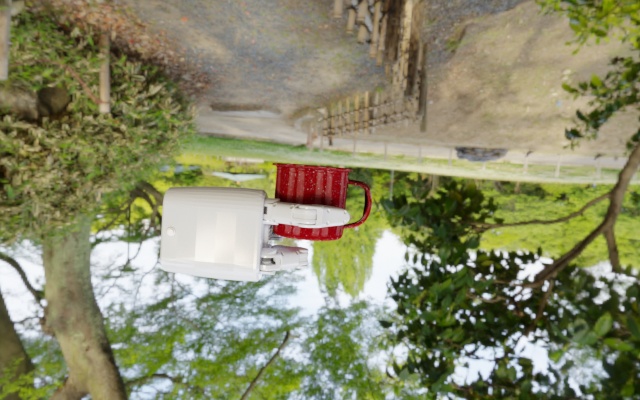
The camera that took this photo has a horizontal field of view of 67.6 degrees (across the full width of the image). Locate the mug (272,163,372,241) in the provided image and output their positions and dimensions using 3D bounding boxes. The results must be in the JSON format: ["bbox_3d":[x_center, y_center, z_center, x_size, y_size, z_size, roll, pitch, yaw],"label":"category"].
[{"bbox_3d":[0.002,0.002,0.547,0.117,0.081,0.093,5,3,2],"label":"mug"}]
